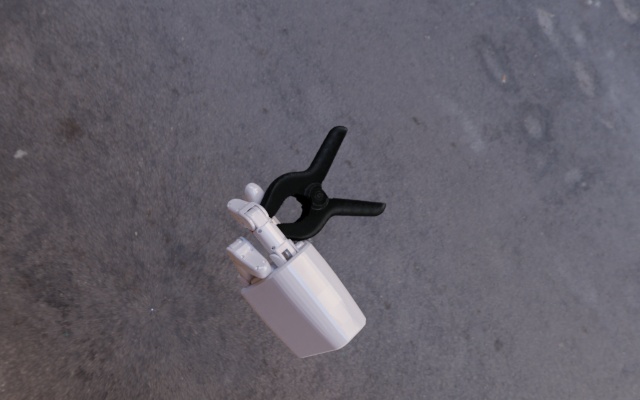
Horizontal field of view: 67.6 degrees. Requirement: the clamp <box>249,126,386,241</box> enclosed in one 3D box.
[{"bbox_3d":[0.000,0.002,0.559,0.171,0.120,0.039,-40,4,-23],"label":"clamp"}]
